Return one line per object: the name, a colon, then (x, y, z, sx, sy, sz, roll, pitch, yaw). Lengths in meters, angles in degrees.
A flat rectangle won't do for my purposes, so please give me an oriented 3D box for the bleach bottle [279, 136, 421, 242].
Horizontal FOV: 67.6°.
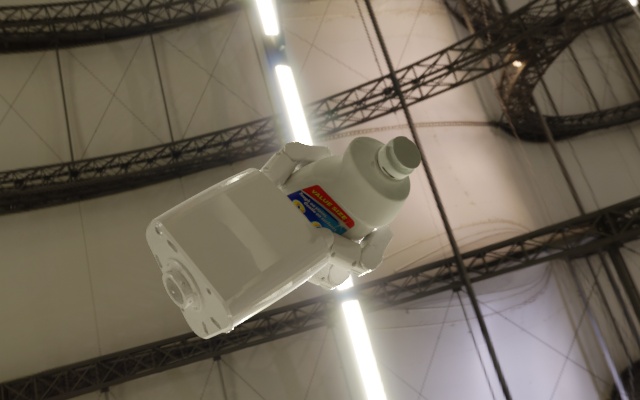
bleach bottle: (0.000, 0.002, 0.469, 0.068, 0.102, 0.251, -32, -3, -38)
